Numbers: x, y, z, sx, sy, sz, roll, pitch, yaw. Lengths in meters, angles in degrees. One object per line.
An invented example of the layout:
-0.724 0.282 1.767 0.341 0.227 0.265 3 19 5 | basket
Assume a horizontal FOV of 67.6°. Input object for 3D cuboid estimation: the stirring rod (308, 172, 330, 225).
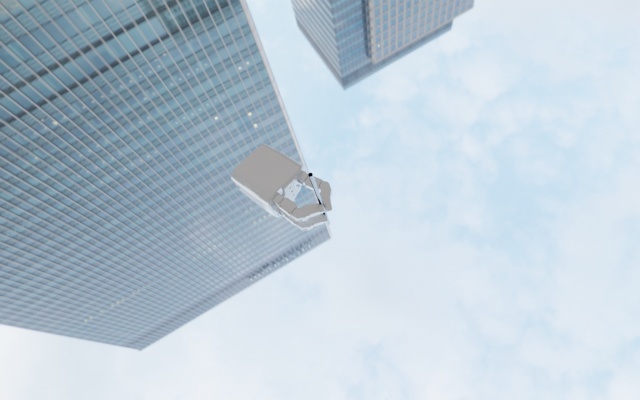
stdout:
0.000 0.003 0.888 0.011 0.011 0.240 0 -22 8 | stirring rod
